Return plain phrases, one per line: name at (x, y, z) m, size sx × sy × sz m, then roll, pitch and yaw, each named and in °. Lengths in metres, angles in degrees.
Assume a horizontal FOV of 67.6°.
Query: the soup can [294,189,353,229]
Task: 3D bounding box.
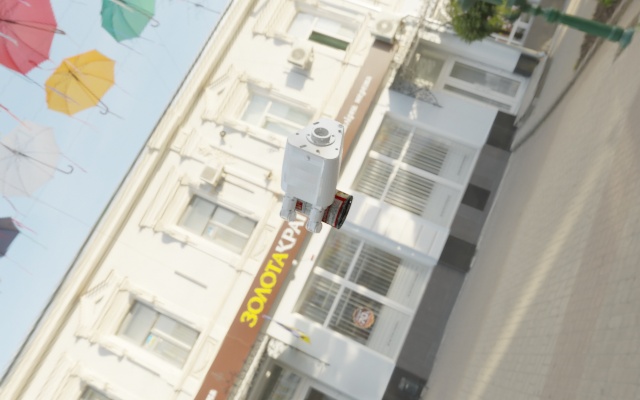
soup can at (0.000, 0.003, 0.881) m, size 0.102 × 0.068 × 0.068 m, roll 23°, pitch 5°, yaw 13°
